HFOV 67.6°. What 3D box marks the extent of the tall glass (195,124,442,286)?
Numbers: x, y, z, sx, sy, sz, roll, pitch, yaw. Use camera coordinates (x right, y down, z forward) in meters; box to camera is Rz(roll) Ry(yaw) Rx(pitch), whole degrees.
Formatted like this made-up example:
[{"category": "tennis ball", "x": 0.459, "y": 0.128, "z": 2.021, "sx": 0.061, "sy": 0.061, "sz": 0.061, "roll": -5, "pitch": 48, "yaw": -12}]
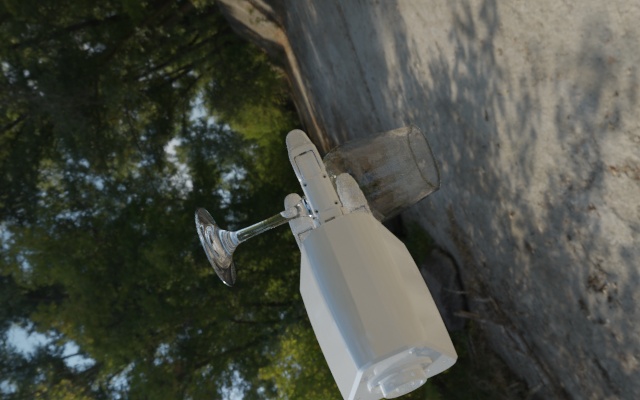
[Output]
[{"category": "tall glass", "x": -0.001, "y": 0.001, "z": 0.415, "sx": 0.201, "sy": 0.079, "sz": 0.079, "roll": -24, "pitch": 0, "yaw": 0}]
